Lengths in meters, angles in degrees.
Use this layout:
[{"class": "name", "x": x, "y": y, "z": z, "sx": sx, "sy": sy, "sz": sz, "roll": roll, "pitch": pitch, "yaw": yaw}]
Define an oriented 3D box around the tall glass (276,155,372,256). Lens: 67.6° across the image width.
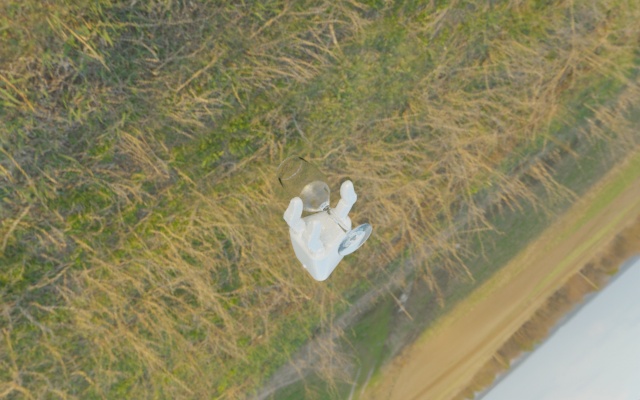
[{"class": "tall glass", "x": 0.001, "y": 0.003, "z": 0.860, "sx": 0.079, "sy": 0.079, "sz": 0.201, "roll": 0, "pitch": 41, "yaw": -52}]
